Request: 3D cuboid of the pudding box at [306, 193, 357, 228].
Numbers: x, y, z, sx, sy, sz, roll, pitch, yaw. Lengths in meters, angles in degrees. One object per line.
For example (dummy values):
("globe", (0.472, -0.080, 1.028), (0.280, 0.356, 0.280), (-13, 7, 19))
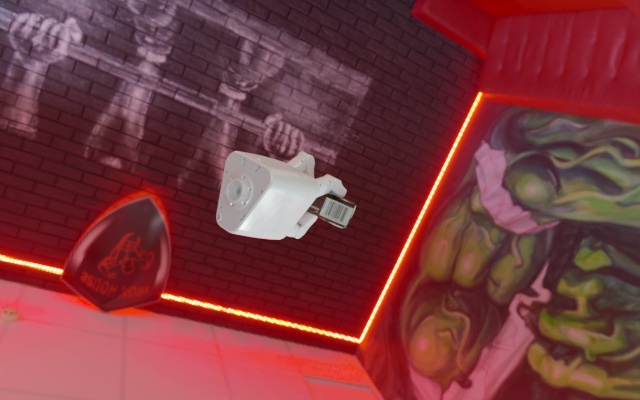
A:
("pudding box", (0.000, 0.003, 0.779), (0.113, 0.039, 0.090), (25, 7, 4))
